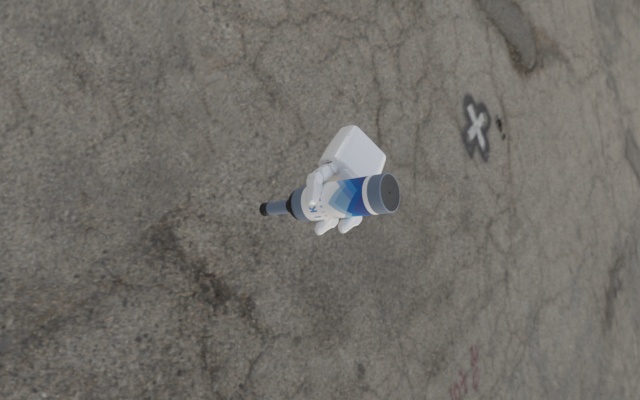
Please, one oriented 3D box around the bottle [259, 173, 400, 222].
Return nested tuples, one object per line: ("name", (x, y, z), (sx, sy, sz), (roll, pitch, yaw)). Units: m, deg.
("bottle", (0.000, 0.003, 0.875), (0.296, 0.069, 0.069), (-8, -5, 38))
